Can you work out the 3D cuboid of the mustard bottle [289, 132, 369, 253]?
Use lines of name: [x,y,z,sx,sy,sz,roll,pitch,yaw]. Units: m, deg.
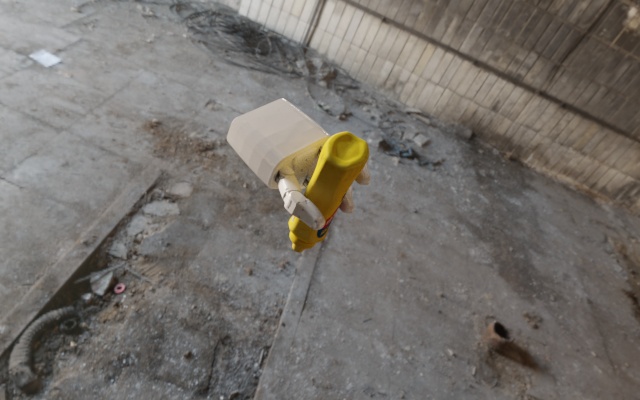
mustard bottle: [0.000,0.002,0.662,0.058,0.192,0.096,29,35,3]
